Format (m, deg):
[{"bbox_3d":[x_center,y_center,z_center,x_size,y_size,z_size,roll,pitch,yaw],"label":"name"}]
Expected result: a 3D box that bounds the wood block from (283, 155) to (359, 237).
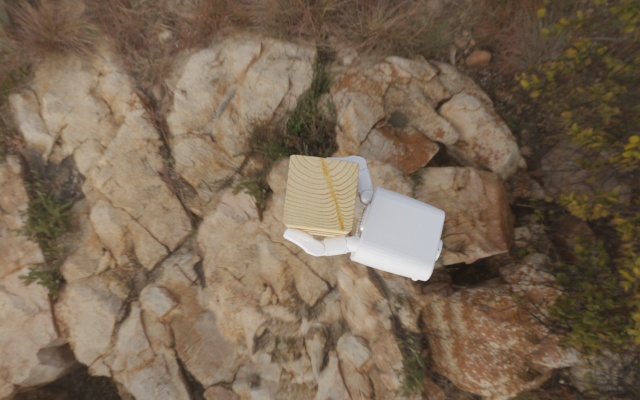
[{"bbox_3d":[0.001,0.002,0.698,0.090,0.091,0.206,7,-7,0],"label":"wood block"}]
